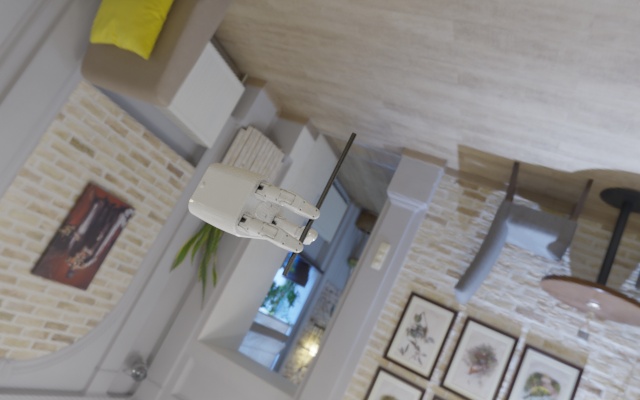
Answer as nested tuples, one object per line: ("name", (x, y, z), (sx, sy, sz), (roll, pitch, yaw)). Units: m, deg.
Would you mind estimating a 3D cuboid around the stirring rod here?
("stirring rod", (0.000, 0.002, 0.709), (0.011, 0.239, 0.011), (25, -13, 6))
